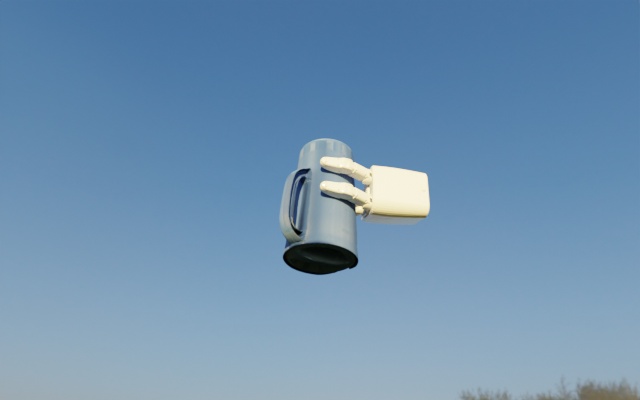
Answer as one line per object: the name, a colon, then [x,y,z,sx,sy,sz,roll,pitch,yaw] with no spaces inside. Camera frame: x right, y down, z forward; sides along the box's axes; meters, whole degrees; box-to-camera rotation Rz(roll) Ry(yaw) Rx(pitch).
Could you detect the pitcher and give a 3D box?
pitcher: [0.000,0.003,0.886,0.145,0.242,0.149,6,-32,-4]
